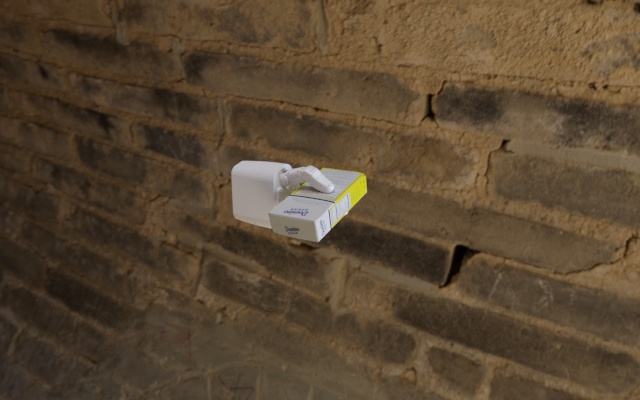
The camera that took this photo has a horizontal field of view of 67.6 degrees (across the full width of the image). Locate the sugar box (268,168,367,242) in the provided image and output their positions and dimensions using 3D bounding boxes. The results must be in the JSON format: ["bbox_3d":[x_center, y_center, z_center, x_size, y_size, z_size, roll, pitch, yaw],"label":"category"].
[{"bbox_3d":[0.000,0.003,0.817,0.093,0.048,0.176,10,35,31],"label":"sugar box"}]
